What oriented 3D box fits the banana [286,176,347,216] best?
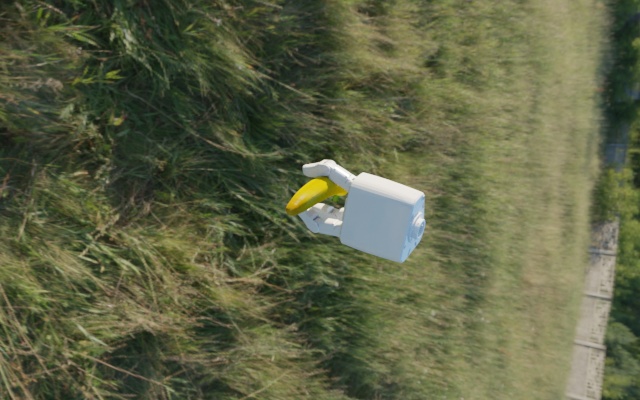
[{"bbox_3d":[0.009,-0.014,0.793,0.037,0.070,0.198,31,17,20],"label":"banana"}]
